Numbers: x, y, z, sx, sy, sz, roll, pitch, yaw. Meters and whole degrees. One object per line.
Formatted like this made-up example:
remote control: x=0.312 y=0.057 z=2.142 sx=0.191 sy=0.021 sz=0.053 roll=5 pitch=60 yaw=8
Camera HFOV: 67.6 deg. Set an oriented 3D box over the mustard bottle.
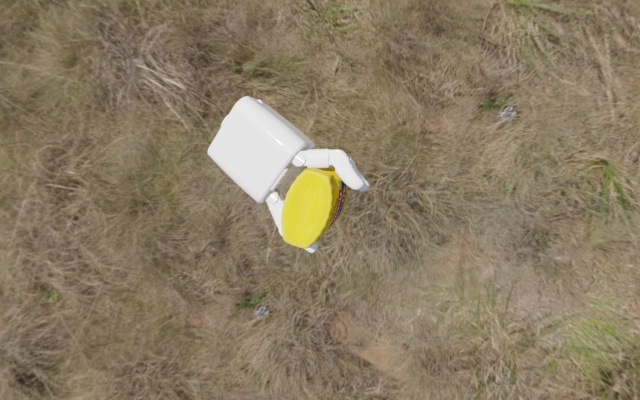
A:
mustard bottle: x=0.000 y=0.002 z=0.653 sx=0.058 sy=0.096 sz=0.191 roll=17 pitch=8 yaw=9
